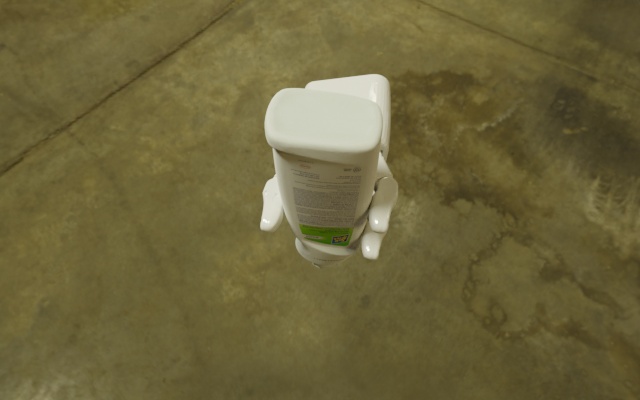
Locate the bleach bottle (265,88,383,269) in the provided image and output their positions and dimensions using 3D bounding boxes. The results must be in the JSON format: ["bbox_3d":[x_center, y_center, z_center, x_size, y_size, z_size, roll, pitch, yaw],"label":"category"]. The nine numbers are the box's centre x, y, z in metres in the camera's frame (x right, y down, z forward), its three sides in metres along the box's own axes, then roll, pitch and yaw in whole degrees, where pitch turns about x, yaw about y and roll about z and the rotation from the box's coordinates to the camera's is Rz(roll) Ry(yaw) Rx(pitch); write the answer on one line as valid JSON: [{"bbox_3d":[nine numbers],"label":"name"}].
[{"bbox_3d":[0.000,0.002,0.498,0.102,0.068,0.251,8,-35,2],"label":"bleach bottle"}]
